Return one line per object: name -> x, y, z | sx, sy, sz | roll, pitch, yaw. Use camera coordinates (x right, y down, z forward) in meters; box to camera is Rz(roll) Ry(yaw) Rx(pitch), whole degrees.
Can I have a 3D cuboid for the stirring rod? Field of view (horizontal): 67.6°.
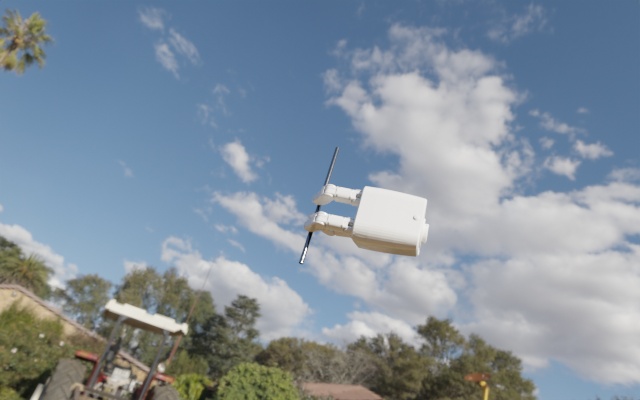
stirring rod -> 0.000, 0.003, 0.847 | 0.011, 0.239, 0.011 | 14, -28, 7
